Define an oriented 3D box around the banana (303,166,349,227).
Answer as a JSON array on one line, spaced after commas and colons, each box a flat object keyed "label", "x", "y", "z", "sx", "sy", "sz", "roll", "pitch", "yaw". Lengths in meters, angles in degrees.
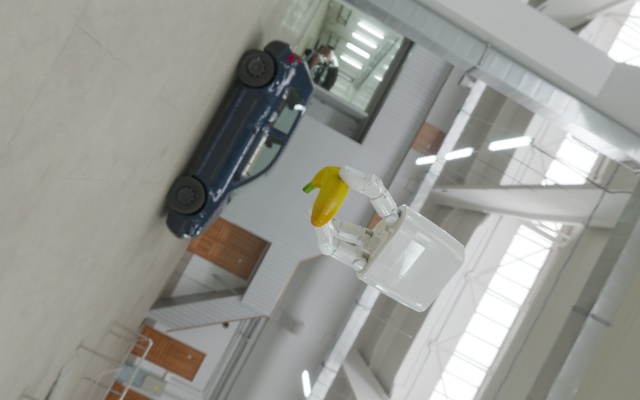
[{"label": "banana", "x": 0.011, "y": -0.013, "z": 0.651, "sx": 0.037, "sy": 0.069, "sz": 0.197, "roll": 36, "pitch": 8, "yaw": -10}]
